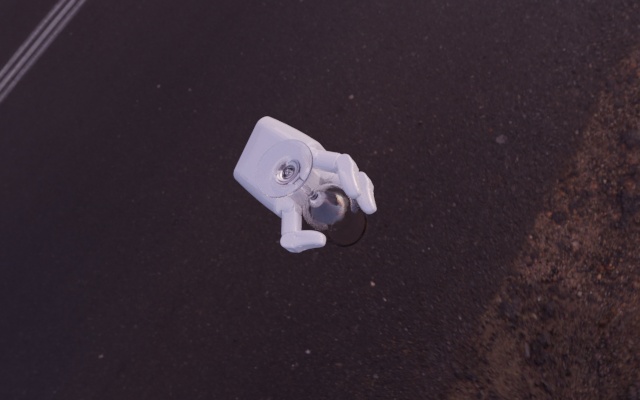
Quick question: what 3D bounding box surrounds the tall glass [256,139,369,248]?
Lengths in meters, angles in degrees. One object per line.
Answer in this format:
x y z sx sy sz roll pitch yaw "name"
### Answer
0.000 0.002 0.621 0.079 0.079 0.201 0 -23 28 "tall glass"
